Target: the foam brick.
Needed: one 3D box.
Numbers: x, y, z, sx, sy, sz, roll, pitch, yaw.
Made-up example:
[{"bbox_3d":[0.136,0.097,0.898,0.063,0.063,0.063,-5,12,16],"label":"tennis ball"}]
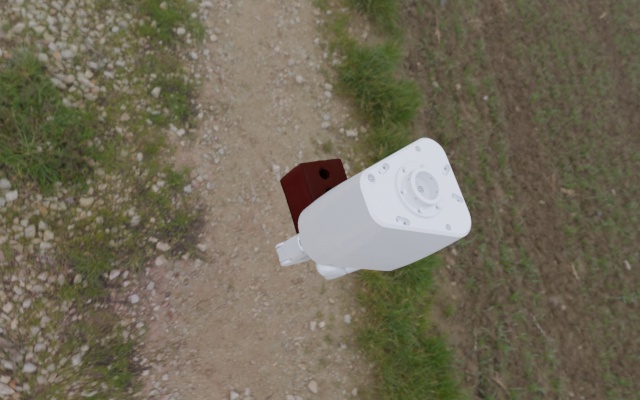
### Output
[{"bbox_3d":[0.000,0.001,0.500,0.053,0.078,0.051,-10,-15,-32],"label":"foam brick"}]
